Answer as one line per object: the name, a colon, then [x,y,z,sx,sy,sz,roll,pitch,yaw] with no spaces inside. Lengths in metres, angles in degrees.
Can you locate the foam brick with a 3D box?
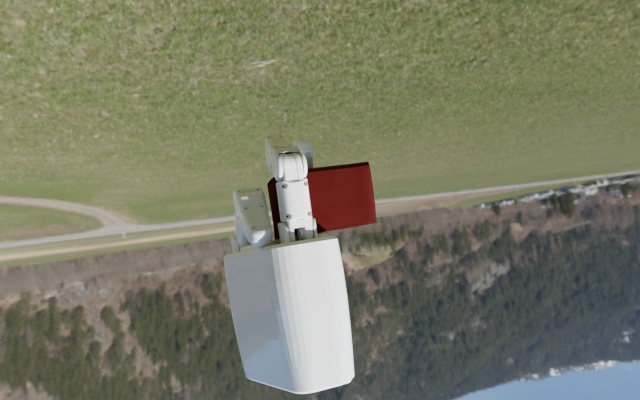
foam brick: [0.000,0.001,0.400,0.078,0.051,0.053,-8,-6,-18]
